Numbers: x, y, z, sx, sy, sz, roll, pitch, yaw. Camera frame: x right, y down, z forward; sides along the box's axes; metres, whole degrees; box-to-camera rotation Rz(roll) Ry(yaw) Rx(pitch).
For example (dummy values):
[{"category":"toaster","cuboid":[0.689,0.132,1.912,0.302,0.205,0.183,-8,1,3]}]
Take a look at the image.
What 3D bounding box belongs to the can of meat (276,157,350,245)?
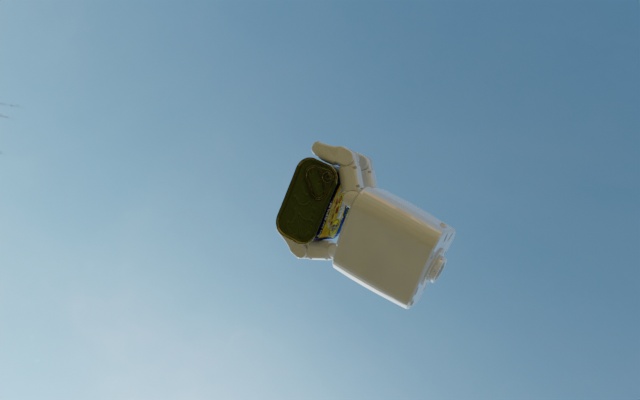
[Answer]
[{"category":"can of meat","cuboid":[0.000,0.002,0.603,0.057,0.102,0.084,26,9,25]}]
